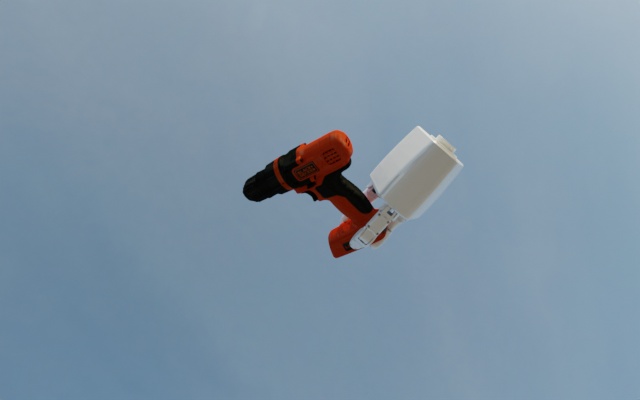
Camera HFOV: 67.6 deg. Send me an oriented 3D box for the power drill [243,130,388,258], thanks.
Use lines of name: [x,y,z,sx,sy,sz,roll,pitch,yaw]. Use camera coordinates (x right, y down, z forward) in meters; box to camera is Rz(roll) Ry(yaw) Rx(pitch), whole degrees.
power drill: [0.001,0.003,0.717,0.184,0.188,0.057,-25,31,27]
